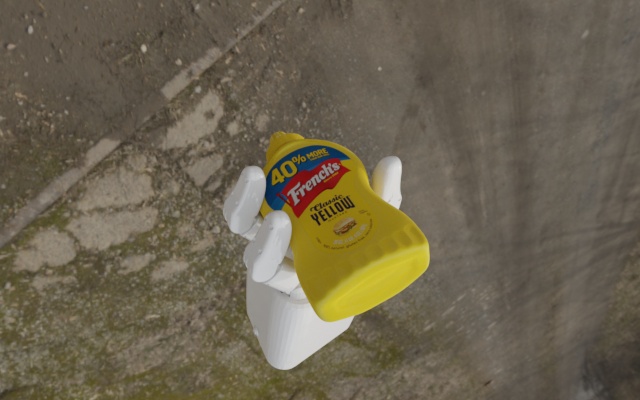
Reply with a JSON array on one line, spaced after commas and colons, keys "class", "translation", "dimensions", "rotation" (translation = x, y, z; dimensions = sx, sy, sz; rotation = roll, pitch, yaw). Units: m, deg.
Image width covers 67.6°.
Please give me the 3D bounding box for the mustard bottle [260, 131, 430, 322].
[{"class": "mustard bottle", "translation": [0.000, 0.001, 0.400], "dimensions": [0.096, 0.191, 0.058], "rotation": [-28, -41, -7]}]
